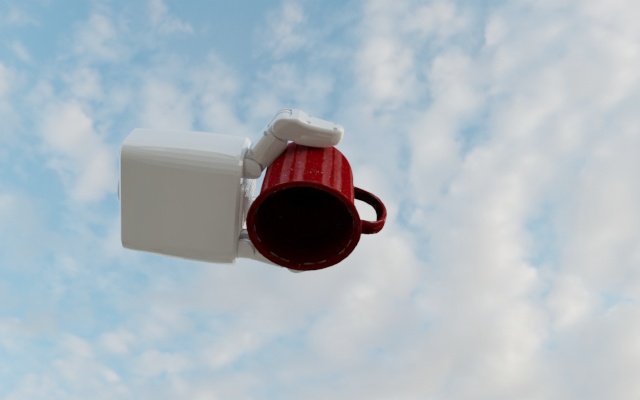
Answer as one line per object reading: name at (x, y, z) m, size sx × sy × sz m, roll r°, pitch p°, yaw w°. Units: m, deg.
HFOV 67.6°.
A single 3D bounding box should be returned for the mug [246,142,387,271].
mug at (0.002, 0.001, 0.415) m, size 0.117 × 0.093 × 0.081 m, roll 8°, pitch 36°, yaw -3°
